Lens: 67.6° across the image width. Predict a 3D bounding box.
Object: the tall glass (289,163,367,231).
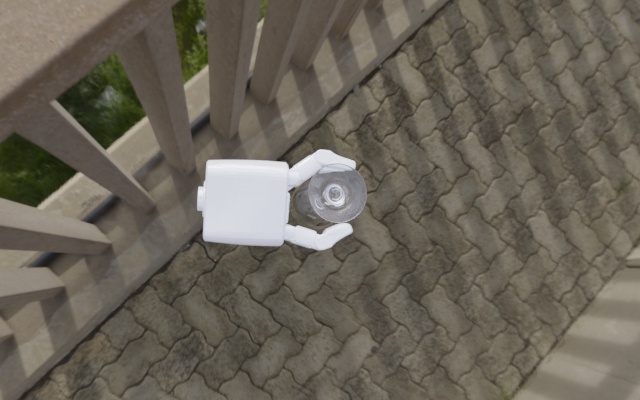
[{"bbox_3d":[0.000,0.002,0.684,0.079,0.079,0.201,0,-7,-12],"label":"tall glass"}]
